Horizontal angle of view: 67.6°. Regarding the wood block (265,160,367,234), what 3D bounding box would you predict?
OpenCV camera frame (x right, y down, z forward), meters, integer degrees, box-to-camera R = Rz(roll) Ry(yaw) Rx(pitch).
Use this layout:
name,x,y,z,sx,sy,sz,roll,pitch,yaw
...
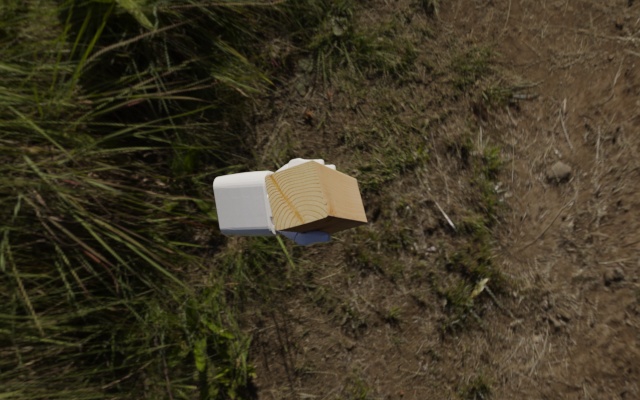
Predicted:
name,x,y,z,sx,sy,sz,roll,pitch,yaw
wood block,0.000,0.003,0.809,0.090,0.091,0.206,-17,-11,20
